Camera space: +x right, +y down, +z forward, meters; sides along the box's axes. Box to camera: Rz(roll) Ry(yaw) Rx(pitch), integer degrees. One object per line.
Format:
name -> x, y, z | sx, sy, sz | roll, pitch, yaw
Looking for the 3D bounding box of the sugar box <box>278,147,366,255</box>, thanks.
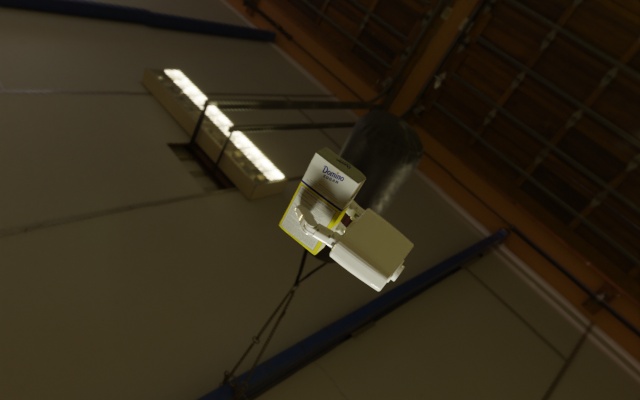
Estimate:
sugar box -> 0.000, 0.003, 0.848 | 0.093, 0.176, 0.048 | 38, 31, 11
